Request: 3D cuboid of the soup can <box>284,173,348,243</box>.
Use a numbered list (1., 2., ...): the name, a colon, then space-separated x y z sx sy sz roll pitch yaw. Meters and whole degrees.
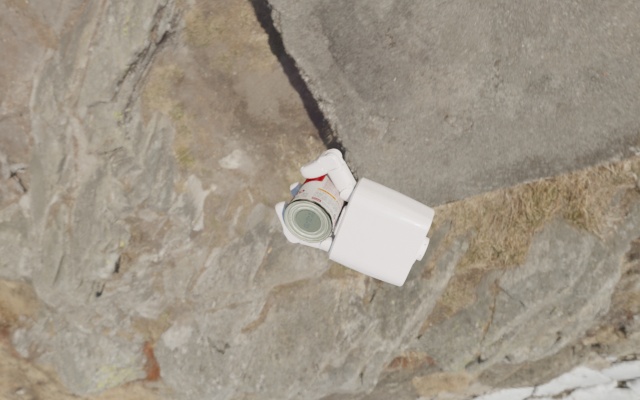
1. soup can: 0.000 0.002 0.641 0.068 0.068 0.102 0 31 23
